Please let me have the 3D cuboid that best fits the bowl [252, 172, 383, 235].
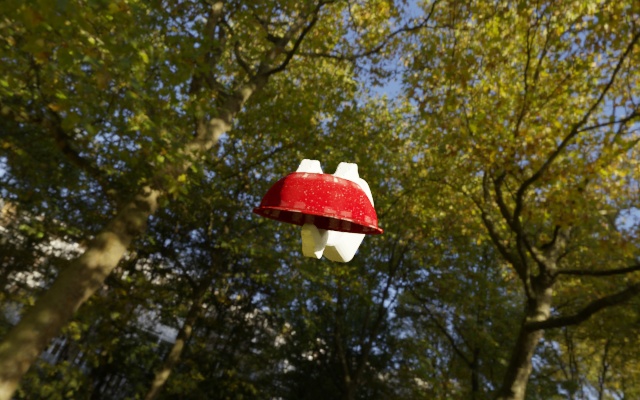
[{"bbox_3d":[0.000,0.001,0.589,0.162,0.055,0.162,9,-8,1],"label":"bowl"}]
